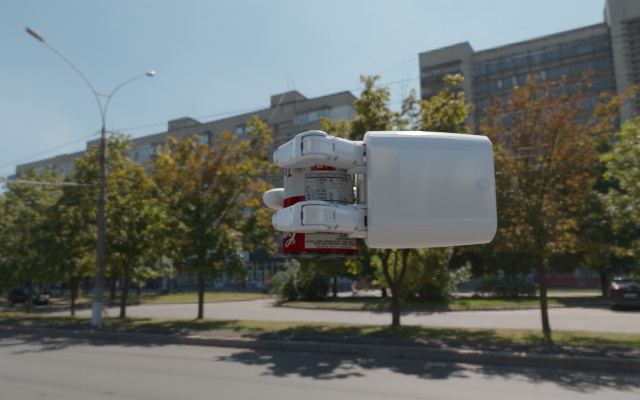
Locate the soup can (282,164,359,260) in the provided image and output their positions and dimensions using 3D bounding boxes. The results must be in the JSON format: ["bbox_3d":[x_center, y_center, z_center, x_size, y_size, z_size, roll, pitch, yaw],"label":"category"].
[{"bbox_3d":[0.000,0.001,0.433,0.068,0.102,0.068,0,-9,0],"label":"soup can"}]
